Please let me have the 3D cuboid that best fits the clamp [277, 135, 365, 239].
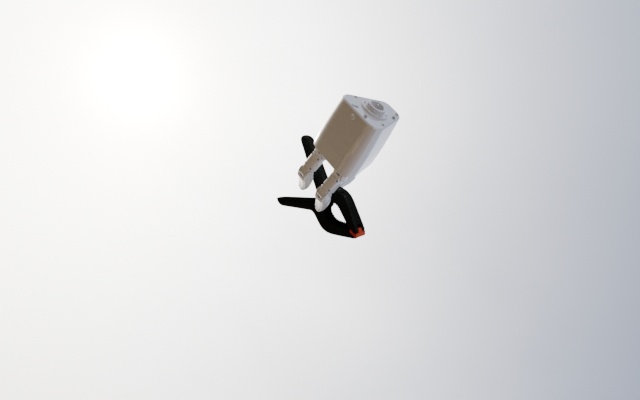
[{"bbox_3d":[0.001,0.003,0.899,0.036,0.210,0.165,-17,-31,-44],"label":"clamp"}]
